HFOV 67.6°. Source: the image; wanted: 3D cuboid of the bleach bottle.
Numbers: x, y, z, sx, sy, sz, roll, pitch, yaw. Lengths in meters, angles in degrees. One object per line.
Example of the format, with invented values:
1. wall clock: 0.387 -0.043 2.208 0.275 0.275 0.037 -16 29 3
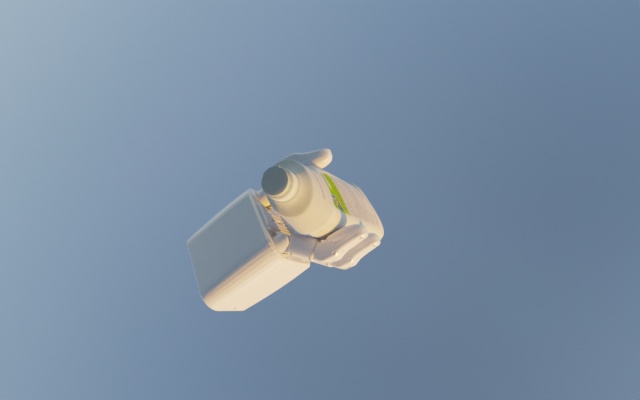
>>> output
1. bleach bottle: 0.000 0.002 0.550 0.068 0.102 0.251 -37 -23 11
